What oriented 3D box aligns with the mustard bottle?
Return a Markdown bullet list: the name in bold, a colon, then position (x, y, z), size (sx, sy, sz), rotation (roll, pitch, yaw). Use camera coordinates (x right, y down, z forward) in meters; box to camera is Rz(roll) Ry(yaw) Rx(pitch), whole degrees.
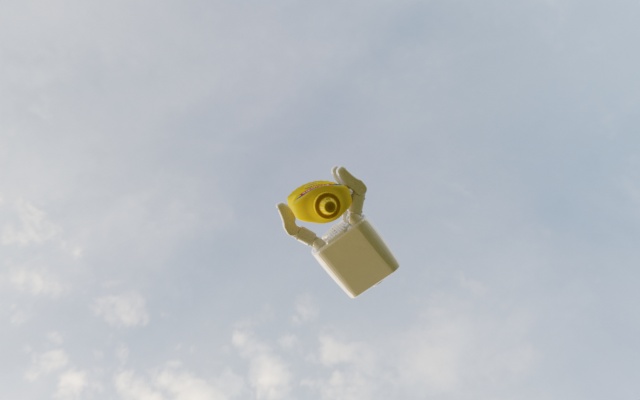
- **mustard bottle**: position (0.000, 0.002, 0.782), size (0.096, 0.058, 0.191), rotation (-15, 7, -7)
